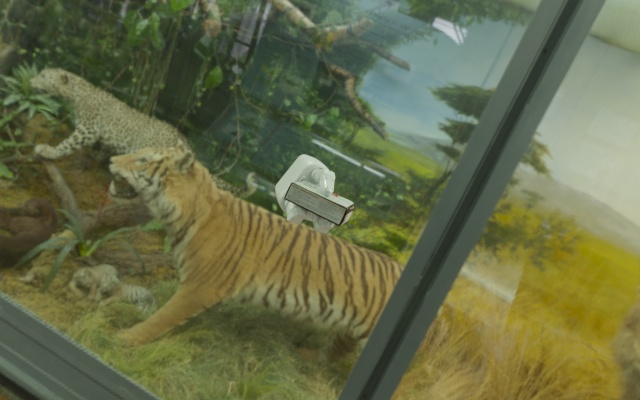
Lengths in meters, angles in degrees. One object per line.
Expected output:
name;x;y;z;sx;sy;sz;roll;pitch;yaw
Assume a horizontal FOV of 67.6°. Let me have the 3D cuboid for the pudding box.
pudding box;0.000;0.003;0.857;0.113;0.039;0.090;24;10;9
